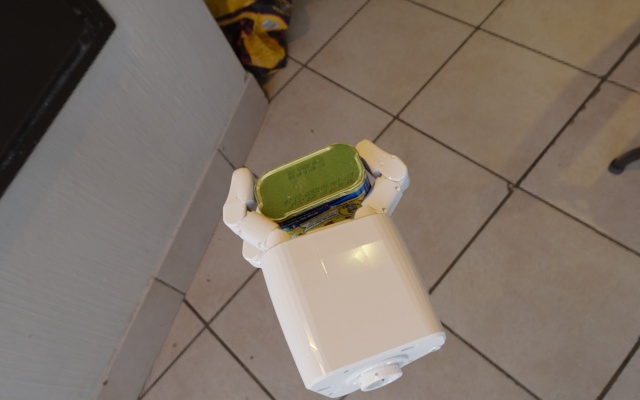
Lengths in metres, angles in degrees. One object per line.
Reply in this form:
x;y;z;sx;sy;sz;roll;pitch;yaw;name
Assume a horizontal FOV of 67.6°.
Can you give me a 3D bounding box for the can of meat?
0.000;0.001;0.435;0.102;0.057;0.084;-23;-31;4;can of meat
